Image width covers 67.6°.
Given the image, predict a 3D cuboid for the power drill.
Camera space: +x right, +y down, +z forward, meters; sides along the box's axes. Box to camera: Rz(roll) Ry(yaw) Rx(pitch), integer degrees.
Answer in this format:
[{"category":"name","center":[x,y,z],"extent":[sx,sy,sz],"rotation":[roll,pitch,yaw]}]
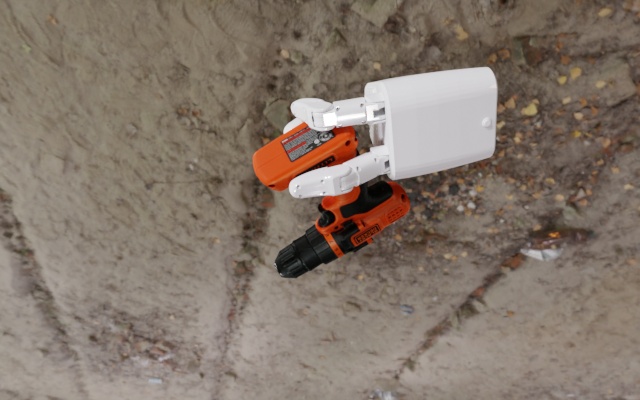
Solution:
[{"category":"power drill","center":[0.000,0.001,0.534],"extent":[0.184,0.057,0.188],"rotation":[-33,-39,1]}]
